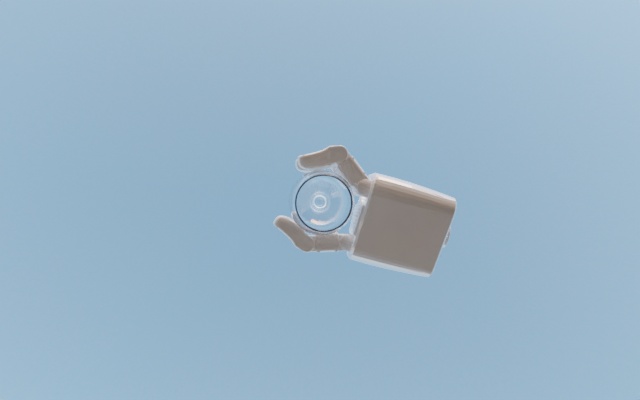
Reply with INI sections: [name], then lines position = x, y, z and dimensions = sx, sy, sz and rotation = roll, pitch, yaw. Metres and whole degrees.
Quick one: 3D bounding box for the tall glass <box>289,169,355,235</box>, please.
[tall glass]
position = 0.000, 0.002, 0.604
dimensions = 0.079, 0.079, 0.201
rotation = 0, 1, -2
